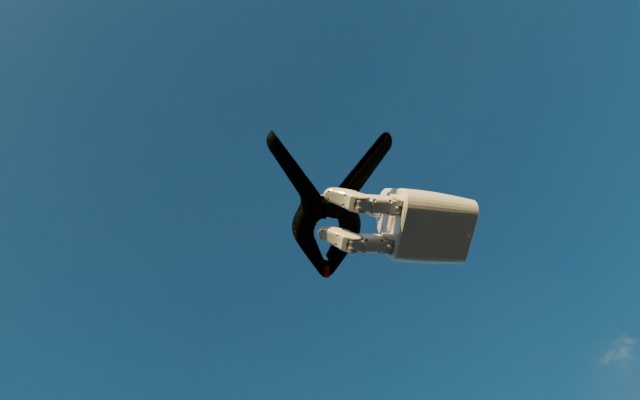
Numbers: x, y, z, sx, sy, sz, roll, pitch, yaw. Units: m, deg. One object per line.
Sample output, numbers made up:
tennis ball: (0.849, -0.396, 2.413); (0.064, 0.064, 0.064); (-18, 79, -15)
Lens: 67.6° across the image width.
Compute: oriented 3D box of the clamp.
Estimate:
clamp: (0.000, 0.002, 0.643); (0.164, 0.210, 0.036); (6, 16, -12)
